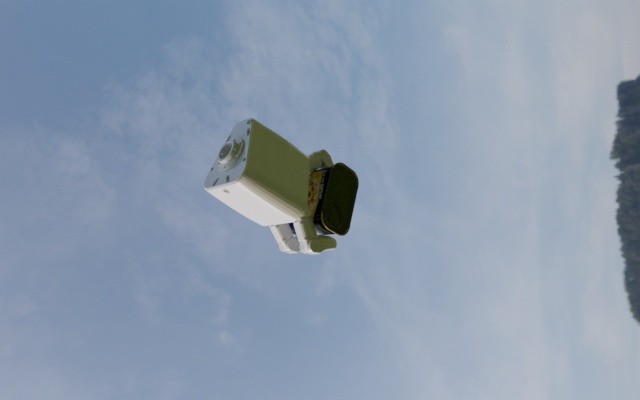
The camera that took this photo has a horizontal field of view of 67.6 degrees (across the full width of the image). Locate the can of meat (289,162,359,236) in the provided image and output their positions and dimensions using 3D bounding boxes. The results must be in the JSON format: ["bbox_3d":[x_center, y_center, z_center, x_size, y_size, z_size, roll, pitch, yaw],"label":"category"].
[{"bbox_3d":[0.000,0.002,0.695,0.084,0.102,0.057,-9,-31,44],"label":"can of meat"}]
